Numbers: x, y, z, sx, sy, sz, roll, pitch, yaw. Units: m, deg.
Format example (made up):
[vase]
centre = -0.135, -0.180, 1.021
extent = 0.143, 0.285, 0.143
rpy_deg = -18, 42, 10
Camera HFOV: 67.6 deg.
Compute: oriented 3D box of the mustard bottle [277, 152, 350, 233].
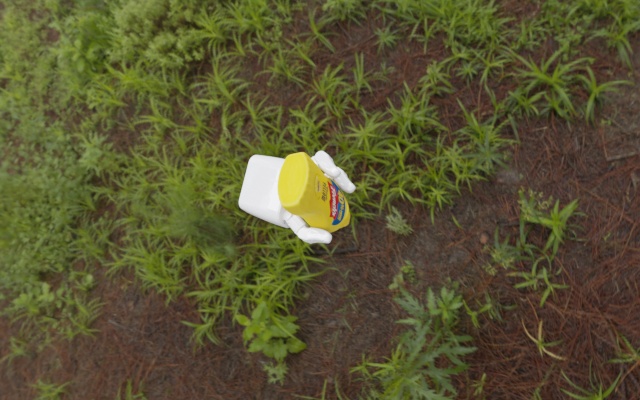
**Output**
[mustard bottle]
centre = 0.000, 0.003, 0.813
extent = 0.058, 0.096, 0.192
rpy_deg = -10, -28, 26
